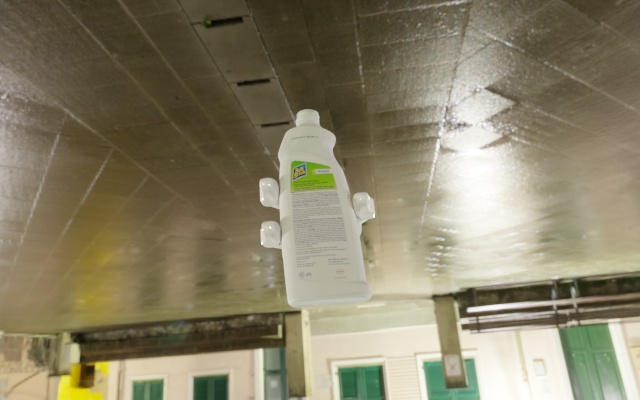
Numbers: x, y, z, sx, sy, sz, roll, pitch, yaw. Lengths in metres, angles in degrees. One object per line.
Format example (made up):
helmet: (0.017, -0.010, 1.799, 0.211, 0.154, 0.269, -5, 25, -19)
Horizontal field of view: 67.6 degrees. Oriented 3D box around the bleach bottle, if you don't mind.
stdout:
bleach bottle: (0.000, 0.002, 0.600, 0.102, 0.250, 0.068, -2, -19, -5)
